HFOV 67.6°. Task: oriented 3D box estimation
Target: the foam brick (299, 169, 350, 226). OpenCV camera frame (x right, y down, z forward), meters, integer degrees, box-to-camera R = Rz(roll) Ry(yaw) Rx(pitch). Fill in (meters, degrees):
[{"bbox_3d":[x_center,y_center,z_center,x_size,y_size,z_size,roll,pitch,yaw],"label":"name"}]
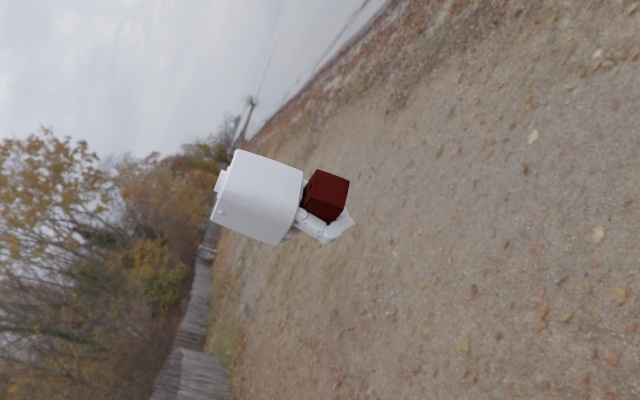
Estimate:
[{"bbox_3d":[0.000,0.002,0.684,0.051,0.053,0.078,21,-37,-12],"label":"foam brick"}]
